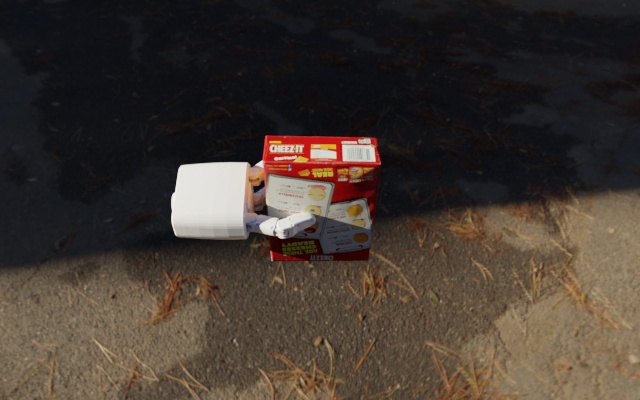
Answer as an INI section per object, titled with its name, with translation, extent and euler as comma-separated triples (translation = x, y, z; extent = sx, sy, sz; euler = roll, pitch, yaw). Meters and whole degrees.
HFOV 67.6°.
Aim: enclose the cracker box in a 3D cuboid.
[cracker box]
translation = 0.000, 0.002, 0.739
extent = 0.164, 0.214, 0.072
euler = 0, 45, -1
